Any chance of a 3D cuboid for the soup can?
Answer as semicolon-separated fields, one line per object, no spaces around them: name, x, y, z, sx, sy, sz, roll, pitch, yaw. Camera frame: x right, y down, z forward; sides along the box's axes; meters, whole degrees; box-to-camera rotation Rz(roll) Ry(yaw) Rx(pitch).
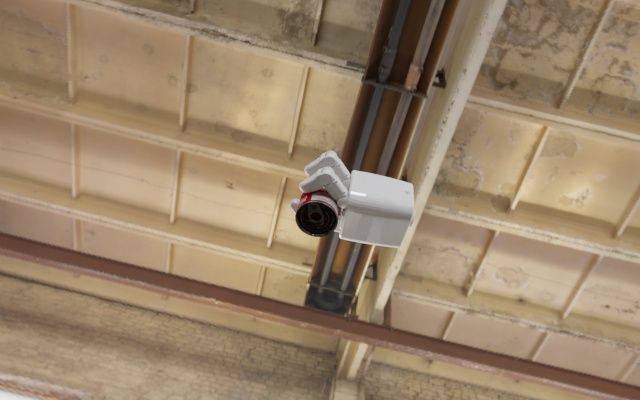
soup can;0.000;0.002;0.787;0.068;0.068;0.102;0;33;9
